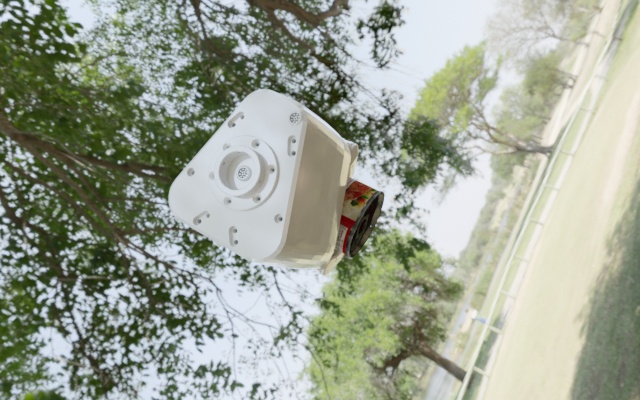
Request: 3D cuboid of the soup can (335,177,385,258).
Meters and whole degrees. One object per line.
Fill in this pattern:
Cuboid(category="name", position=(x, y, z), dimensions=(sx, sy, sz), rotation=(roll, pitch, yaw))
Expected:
Cuboid(category="soup can", position=(0.000, 0.001, 0.455), dimensions=(0.102, 0.068, 0.068), rotation=(26, 9, 18))
